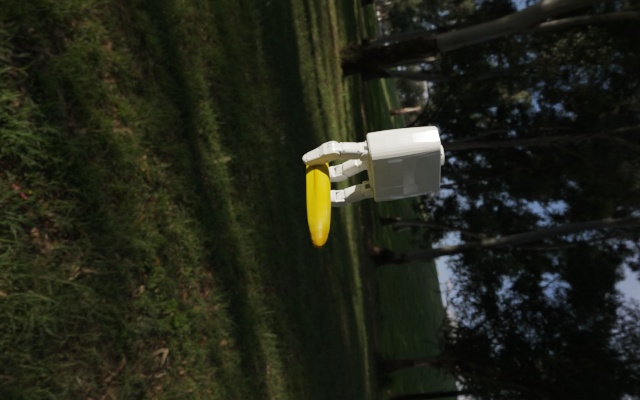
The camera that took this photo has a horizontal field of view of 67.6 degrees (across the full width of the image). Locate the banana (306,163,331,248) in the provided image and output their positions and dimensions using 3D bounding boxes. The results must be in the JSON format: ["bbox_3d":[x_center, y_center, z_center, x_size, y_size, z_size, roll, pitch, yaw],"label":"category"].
[{"bbox_3d":[-0.002,-0.014,0.734,0.037,0.070,0.197,-6,36,3],"label":"banana"}]
